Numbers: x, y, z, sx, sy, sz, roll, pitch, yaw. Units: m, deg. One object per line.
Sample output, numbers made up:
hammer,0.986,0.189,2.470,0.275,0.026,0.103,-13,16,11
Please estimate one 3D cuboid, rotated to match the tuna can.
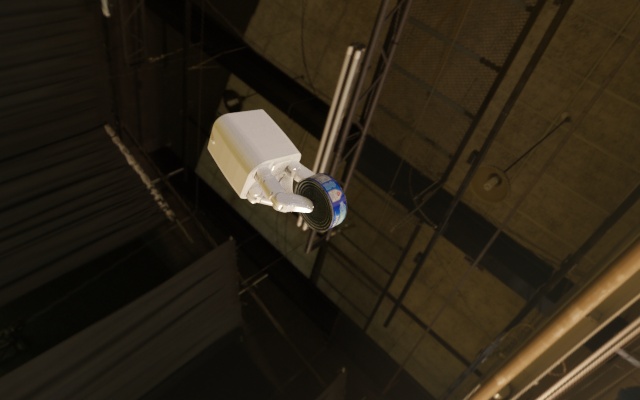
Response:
tuna can,0.001,0.002,0.724,0.033,0.086,0.086,-25,15,-36
